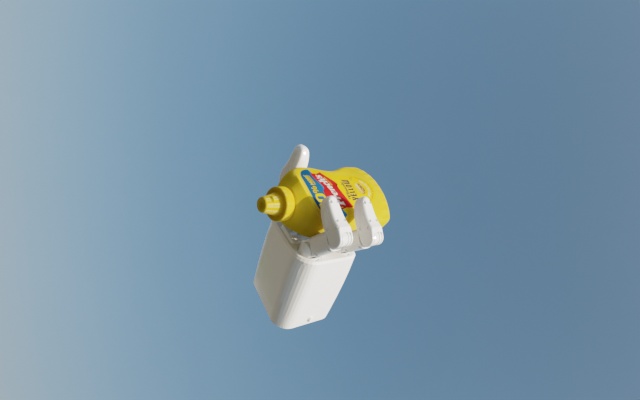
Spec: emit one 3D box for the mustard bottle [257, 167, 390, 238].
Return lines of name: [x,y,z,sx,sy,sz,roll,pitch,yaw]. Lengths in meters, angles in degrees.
mustard bottle: [0.000,0.002,0.600,0.191,0.096,0.058,-3,-33,-45]
